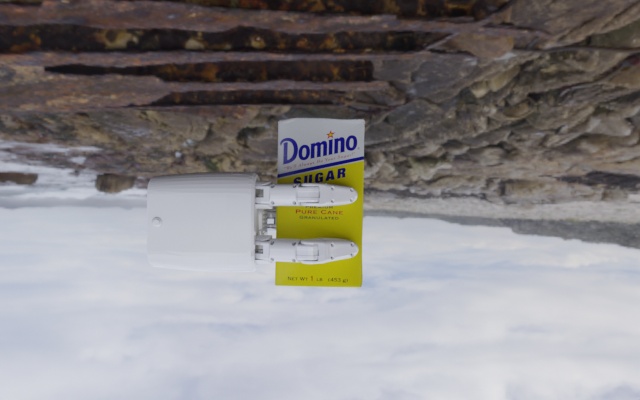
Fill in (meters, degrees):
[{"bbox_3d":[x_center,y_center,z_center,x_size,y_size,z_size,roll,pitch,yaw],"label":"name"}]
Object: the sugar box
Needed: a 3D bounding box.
[{"bbox_3d":[0.000,0.002,0.510,0.093,0.176,0.048,0,0,2],"label":"sugar box"}]
